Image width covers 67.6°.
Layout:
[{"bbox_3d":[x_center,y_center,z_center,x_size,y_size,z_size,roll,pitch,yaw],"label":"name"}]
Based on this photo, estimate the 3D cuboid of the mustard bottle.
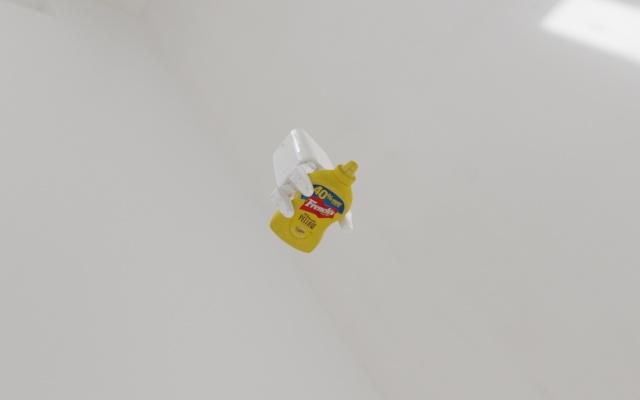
[{"bbox_3d":[0.000,0.003,0.842,0.096,0.192,0.058,36,25,-11],"label":"mustard bottle"}]
